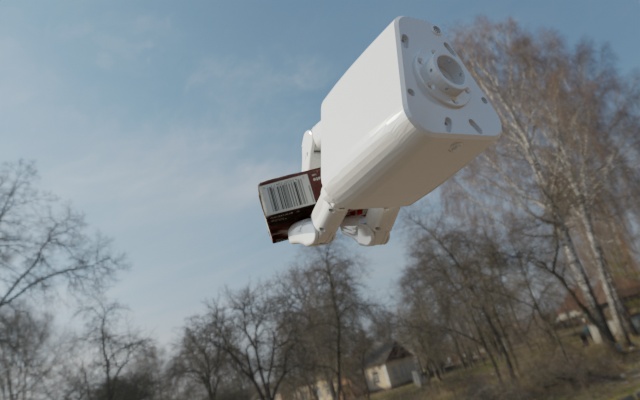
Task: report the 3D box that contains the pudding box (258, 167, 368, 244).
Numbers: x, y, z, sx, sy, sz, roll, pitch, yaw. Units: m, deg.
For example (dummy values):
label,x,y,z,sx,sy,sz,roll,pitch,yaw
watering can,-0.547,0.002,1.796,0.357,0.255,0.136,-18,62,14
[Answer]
label,x,y,z,sx,sy,sz,roll,pitch,yaw
pudding box,0.000,0.001,0.465,0.113,0.039,0.090,-13,-20,-5
